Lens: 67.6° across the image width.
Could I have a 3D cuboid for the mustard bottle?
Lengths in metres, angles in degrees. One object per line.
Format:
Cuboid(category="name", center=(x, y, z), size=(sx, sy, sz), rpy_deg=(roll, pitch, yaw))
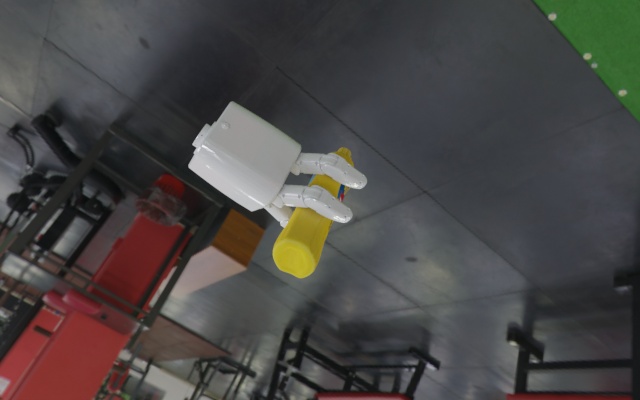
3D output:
Cuboid(category="mustard bottle", center=(0.000, 0.002, 0.635), size=(0.058, 0.191, 0.096), rpy_deg=(21, -32, 6))
